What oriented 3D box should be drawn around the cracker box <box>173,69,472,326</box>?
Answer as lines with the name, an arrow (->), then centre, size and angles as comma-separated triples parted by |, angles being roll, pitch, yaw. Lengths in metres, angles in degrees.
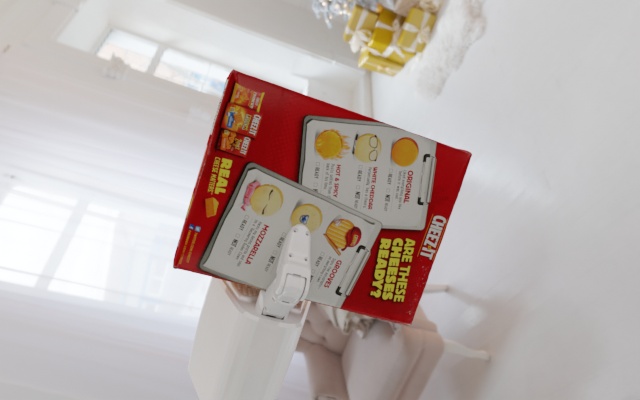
cracker box -> 0.000, 0.001, 0.420 | 0.214, 0.164, 0.072 | 16, 7, -14
